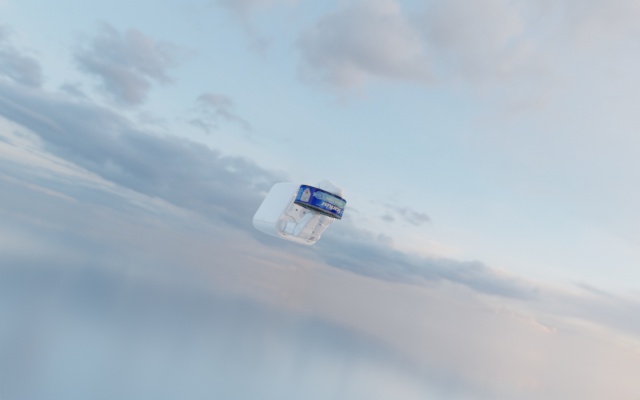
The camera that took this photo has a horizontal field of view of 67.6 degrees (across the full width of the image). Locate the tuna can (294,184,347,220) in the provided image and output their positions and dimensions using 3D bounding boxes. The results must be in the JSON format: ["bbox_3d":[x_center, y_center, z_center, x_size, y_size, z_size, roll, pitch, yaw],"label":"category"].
[{"bbox_3d":[0.000,0.002,0.805,0.086,0.033,0.086,20,-6,2],"label":"tuna can"}]
